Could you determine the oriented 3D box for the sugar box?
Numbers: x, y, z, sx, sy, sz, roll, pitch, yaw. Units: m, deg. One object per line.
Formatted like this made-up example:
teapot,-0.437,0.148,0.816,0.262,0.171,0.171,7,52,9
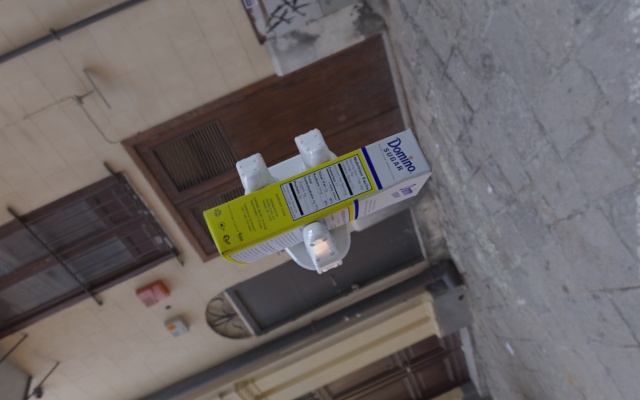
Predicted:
sugar box,0.000,0.001,0.407,0.176,0.048,0.093,-24,-11,-2
